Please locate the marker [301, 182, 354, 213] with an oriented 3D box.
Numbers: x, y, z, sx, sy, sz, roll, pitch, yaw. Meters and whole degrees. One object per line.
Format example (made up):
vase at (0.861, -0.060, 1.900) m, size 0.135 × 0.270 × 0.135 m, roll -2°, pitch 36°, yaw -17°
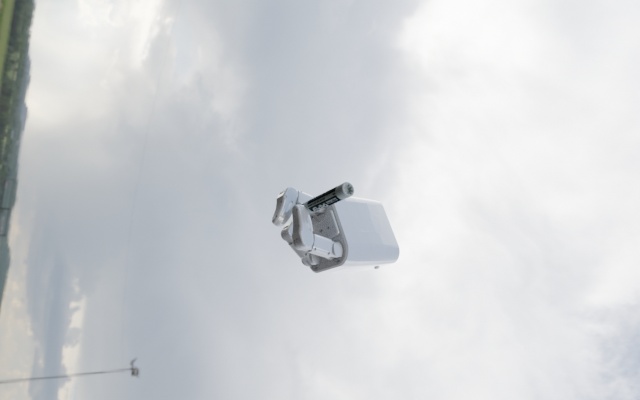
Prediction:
marker at (0.000, 0.002, 0.628) m, size 0.020 × 0.020 × 0.121 m, roll 0°, pitch -15°, yaw -36°
